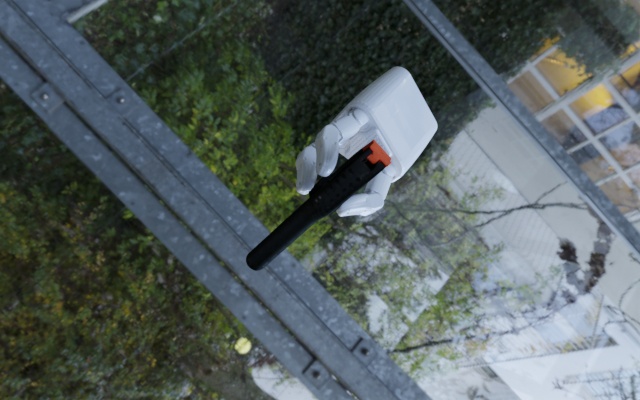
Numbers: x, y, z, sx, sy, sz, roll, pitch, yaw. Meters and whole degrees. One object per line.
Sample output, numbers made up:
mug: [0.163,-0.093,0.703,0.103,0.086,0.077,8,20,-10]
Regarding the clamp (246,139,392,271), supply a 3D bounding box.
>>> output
clamp: [0.001,0.002,0.534,0.164,0.036,0.210,-48,6,-34]
